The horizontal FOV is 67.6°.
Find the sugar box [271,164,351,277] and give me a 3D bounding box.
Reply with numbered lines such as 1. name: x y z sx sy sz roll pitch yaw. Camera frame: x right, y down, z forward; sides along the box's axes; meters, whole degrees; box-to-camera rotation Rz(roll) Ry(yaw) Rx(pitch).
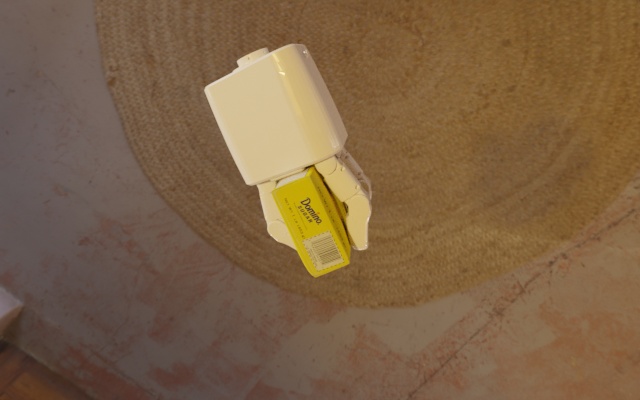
1. sugar box: 0.001 0.001 0.513 0.048 0.093 0.176 -21 13 13
